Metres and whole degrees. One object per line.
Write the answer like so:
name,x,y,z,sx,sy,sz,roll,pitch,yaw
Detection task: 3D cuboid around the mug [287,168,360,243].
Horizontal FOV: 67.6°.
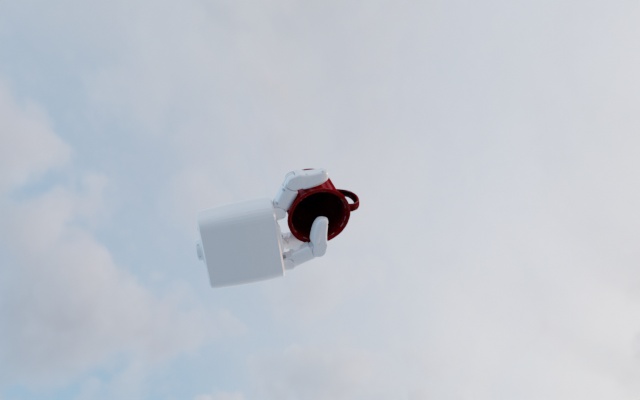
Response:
mug,0.001,0.002,0.715,0.117,0.093,0.081,-8,32,-12
